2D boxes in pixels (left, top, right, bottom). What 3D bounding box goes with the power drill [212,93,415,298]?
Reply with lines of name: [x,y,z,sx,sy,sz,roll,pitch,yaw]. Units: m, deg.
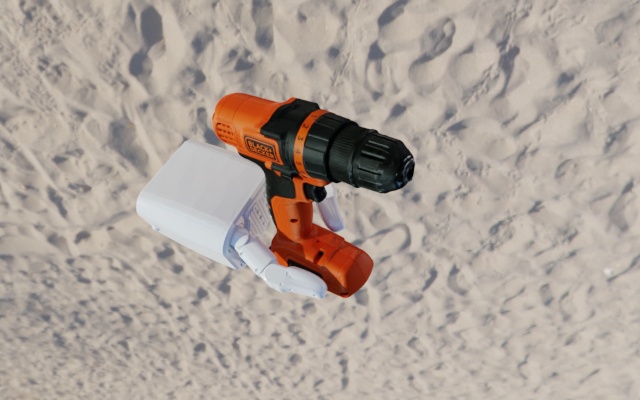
power drill: [0.000,0.002,0.417,0.184,0.188,0.057,23,51,33]
